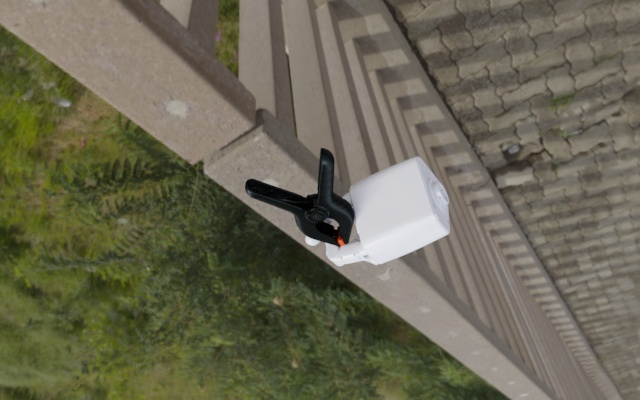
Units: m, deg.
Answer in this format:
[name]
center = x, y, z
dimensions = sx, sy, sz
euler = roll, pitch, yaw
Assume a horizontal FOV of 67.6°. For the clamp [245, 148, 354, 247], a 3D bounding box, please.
[clamp]
center = 0.000, 0.003, 0.618
dimensions = 0.120, 0.039, 0.171
euler = -23, -44, 30
